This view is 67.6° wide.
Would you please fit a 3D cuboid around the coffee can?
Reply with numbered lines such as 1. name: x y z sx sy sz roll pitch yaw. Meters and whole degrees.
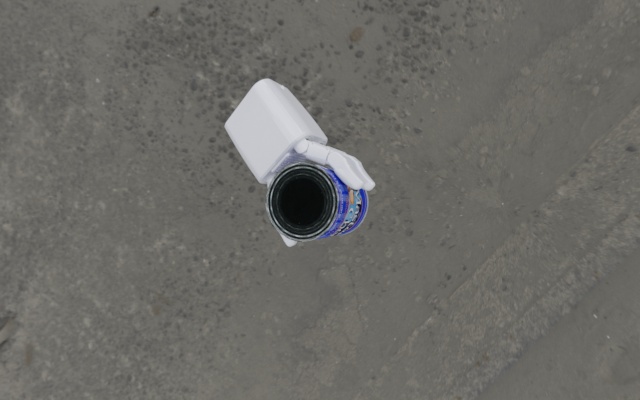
1. coffee can: 0.000 0.002 0.674 0.103 0.103 0.140 0 0 21
